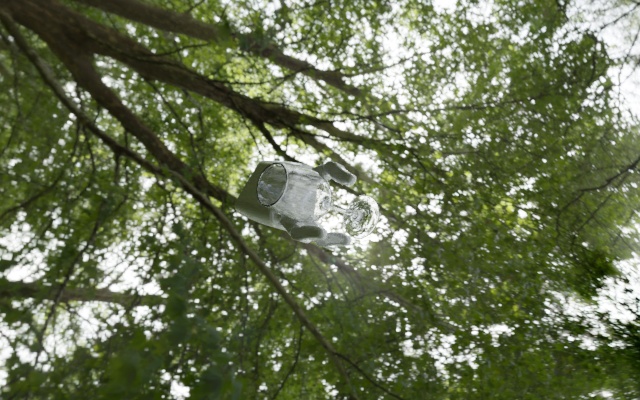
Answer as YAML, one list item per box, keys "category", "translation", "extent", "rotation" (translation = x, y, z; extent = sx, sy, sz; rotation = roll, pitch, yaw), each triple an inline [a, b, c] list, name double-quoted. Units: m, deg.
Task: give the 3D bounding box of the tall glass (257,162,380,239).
- category: "tall glass"
  translation: [0.001, 0.002, 0.713]
  extent: [0.079, 0.079, 0.201]
  rotation: [0, -14, 43]
